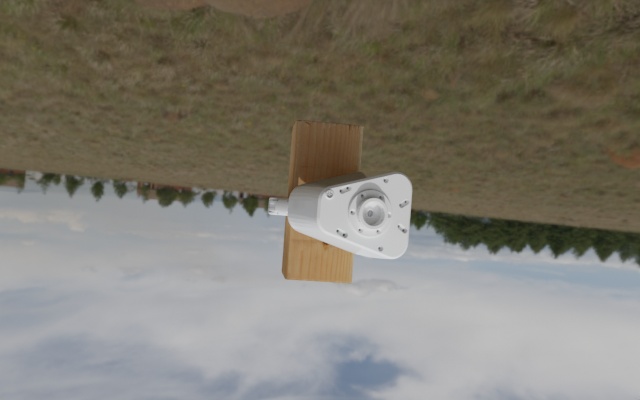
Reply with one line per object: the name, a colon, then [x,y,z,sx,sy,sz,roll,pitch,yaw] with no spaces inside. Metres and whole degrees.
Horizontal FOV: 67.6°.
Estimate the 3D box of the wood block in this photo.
wood block: [0.000,0.002,0.658,0.091,0.206,0.090,5,-1,-7]
